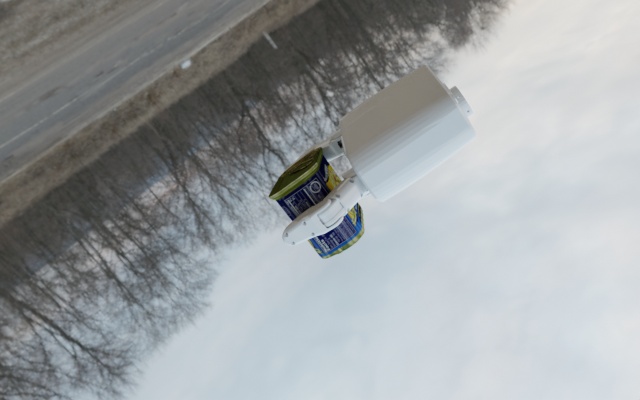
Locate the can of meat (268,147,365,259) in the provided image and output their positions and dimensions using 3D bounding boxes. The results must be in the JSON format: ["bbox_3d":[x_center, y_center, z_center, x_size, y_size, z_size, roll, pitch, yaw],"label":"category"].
[{"bbox_3d":[0.000,0.002,0.486,0.057,0.084,0.102,-34,13,14],"label":"can of meat"}]
